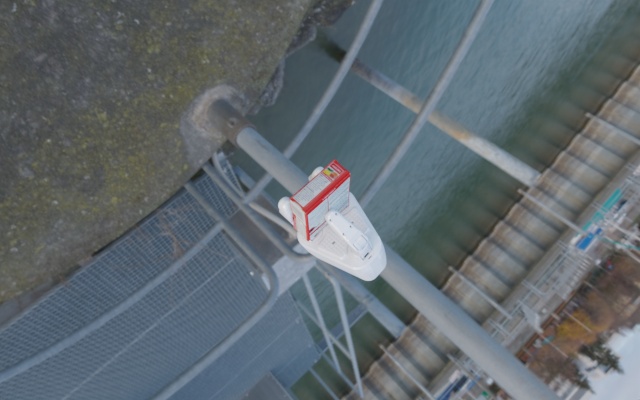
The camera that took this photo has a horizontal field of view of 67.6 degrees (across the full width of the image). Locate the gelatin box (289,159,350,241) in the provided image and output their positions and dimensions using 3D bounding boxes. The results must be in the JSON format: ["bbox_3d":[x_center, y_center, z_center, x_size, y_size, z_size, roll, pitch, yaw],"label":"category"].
[{"bbox_3d":[0.000,0.002,0.573,0.073,0.030,0.089,-42,-20,-17],"label":"gelatin box"}]
